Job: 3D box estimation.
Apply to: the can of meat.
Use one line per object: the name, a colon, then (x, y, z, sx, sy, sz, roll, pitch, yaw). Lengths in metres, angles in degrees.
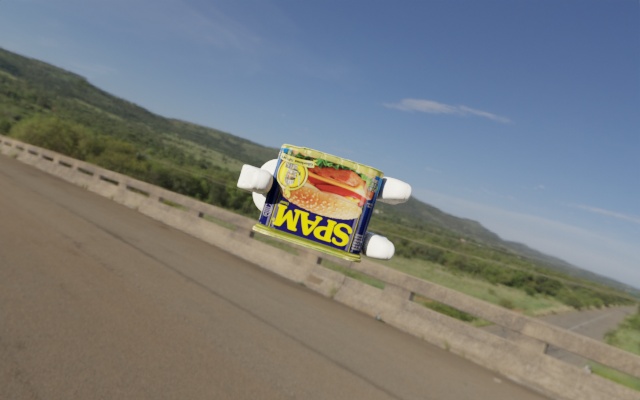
can of meat: (0.000, 0.001, 0.439, 0.102, 0.084, 0.057, 17, -1, 3)
